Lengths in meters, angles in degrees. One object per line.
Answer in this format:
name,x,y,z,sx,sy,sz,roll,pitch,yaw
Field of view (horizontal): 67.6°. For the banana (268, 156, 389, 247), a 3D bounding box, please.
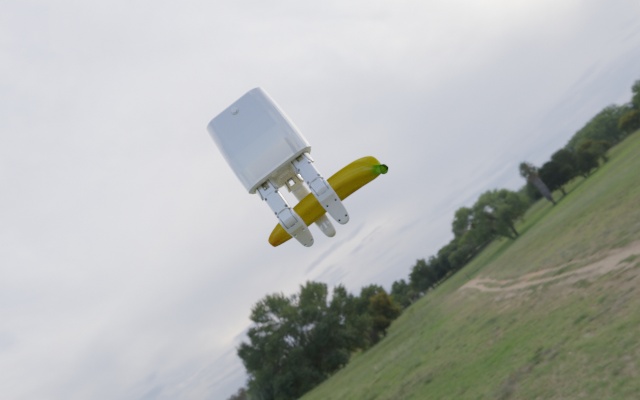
banana,0.009,-0.005,0.630,0.198,0.037,0.069,-36,2,25
